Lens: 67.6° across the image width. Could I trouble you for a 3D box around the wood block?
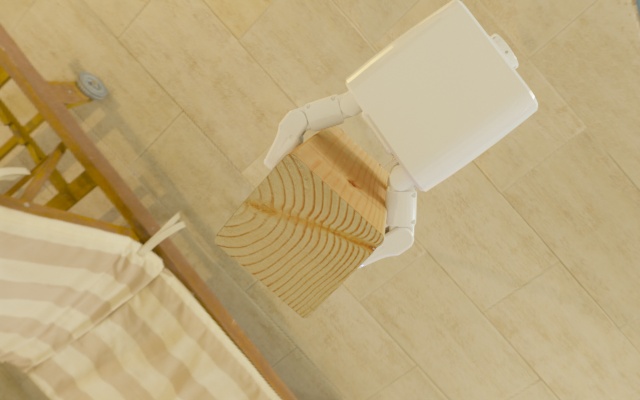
[{"bbox_3d":[0.000,0.001,0.428,0.091,0.090,0.206,42,17,-3],"label":"wood block"}]
